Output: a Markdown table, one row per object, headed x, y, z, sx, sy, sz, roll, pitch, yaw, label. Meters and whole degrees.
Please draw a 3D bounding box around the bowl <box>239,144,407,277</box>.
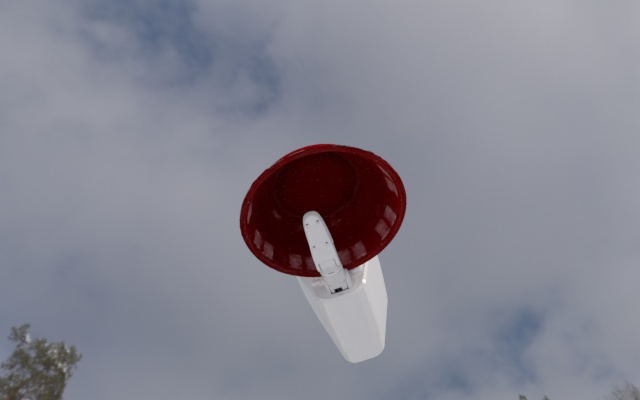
| x | y | z | sx | sy | sz | roll | pitch | yaw | label |
| --- | --- | --- | --- | --- | --- | --- | --- | --- | --- |
| 0.000 | 0.000 | 0.475 | 0.162 | 0.162 | 0.055 | 0 | 38 | -12 | bowl |
